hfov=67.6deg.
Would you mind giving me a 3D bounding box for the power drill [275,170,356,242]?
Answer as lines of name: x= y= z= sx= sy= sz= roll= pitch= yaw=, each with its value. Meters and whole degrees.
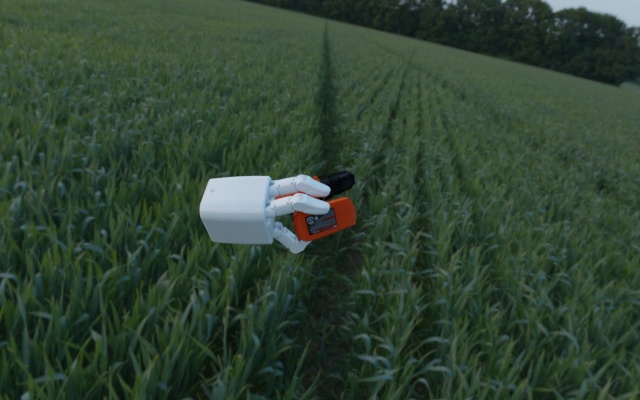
power drill: x=0.000 y=0.003 z=0.869 sx=0.184 sy=0.057 sz=0.187 roll=-20 pitch=19 yaw=-9
